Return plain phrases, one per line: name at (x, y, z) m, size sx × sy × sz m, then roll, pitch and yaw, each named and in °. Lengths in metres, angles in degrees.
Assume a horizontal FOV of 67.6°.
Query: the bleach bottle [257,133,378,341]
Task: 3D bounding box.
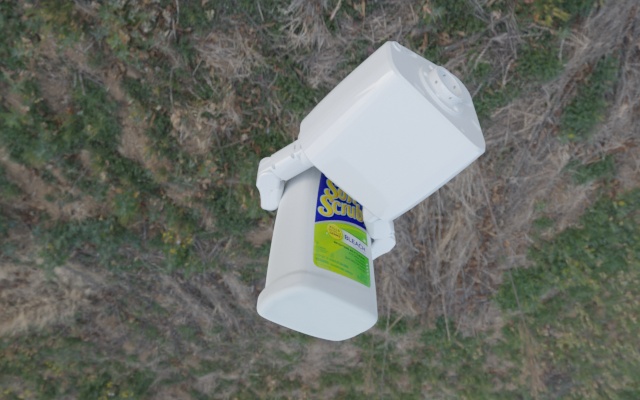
bleach bottle at (0.000, 0.002, 0.470) m, size 0.102 × 0.250 × 0.068 m, roll 29°, pitch -48°, yaw -29°
